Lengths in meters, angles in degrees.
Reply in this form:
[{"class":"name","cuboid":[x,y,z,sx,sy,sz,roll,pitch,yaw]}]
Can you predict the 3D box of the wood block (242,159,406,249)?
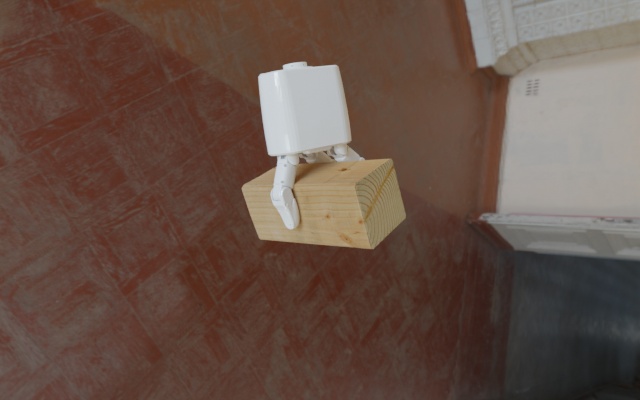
[{"class":"wood block","cuboid":[0.000,0.002,0.668,0.206,0.090,0.090,0,25,41]}]
